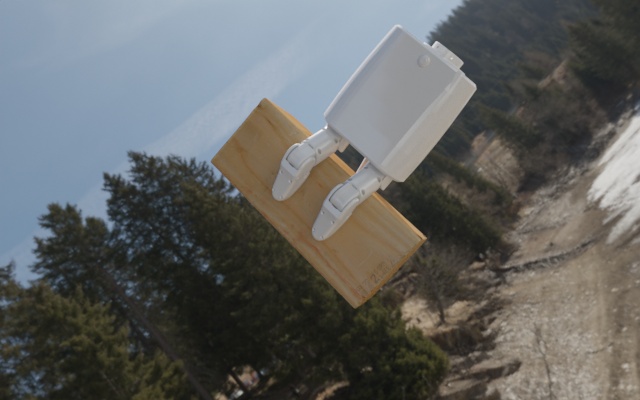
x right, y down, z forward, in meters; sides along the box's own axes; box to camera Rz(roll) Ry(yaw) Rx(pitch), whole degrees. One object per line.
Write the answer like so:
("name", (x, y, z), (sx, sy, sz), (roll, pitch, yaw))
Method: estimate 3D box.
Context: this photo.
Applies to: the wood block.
("wood block", (0.000, 0.001, 0.494), (0.206, 0.090, 0.091), (44, 9, 15))
